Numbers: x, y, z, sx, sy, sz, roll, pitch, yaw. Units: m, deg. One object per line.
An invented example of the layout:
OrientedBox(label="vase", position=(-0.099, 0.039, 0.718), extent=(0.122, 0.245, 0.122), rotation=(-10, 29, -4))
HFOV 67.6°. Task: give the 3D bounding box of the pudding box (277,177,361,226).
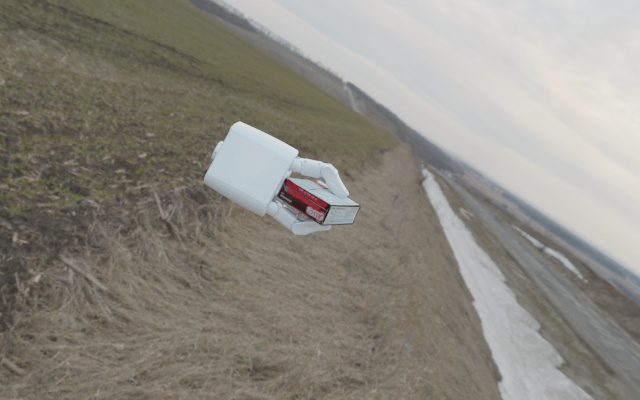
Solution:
OrientedBox(label="pudding box", position=(0.000, 0.002, 0.741), extent=(0.090, 0.039, 0.113), rotation=(33, 15, 25))
